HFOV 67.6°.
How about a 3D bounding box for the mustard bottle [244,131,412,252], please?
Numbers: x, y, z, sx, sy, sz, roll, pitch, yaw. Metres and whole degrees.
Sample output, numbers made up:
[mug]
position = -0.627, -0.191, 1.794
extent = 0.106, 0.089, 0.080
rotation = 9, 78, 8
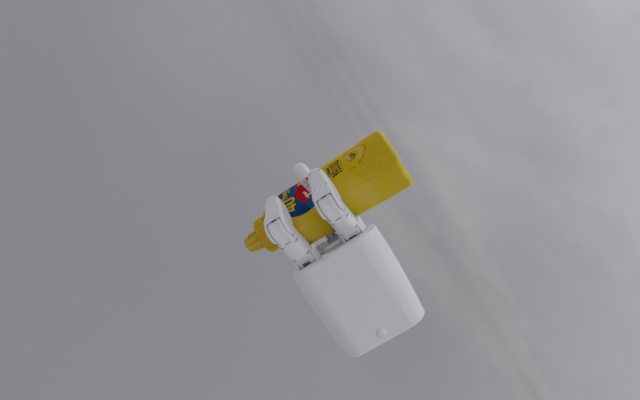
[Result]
[mustard bottle]
position = 0.000, 0.001, 0.518
extent = 0.191, 0.058, 0.096
rotation = -32, 27, 9
